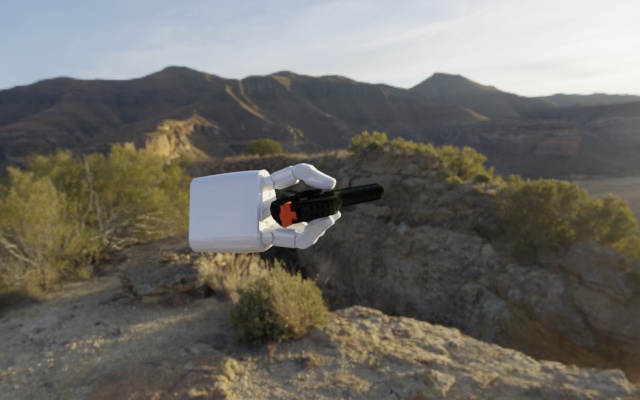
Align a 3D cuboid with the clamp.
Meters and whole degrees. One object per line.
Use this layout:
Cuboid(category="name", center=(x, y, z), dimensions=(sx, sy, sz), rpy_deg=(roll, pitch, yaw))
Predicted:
Cuboid(category="clamp", center=(0.000, 0.001, 0.657), dimensions=(0.164, 0.036, 0.210), rpy_deg=(-6, 6, 12))
